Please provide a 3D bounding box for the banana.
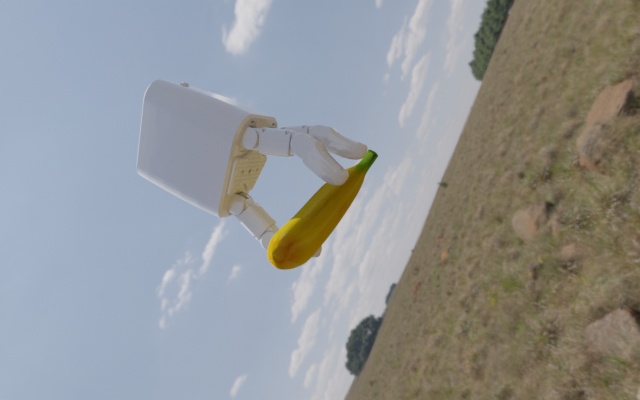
[{"bbox_3d":[-0.004,0.014,0.440,0.037,0.070,0.197,28,38,10],"label":"banana"}]
